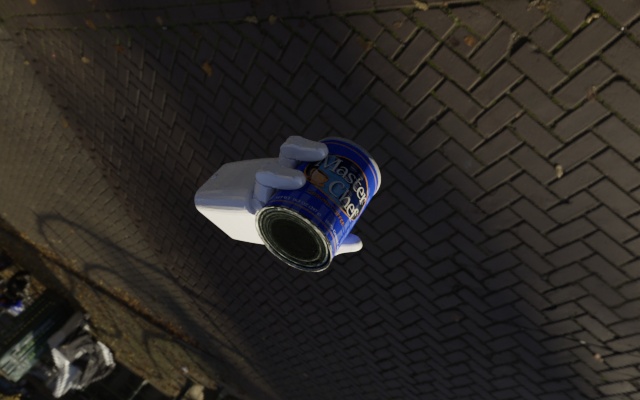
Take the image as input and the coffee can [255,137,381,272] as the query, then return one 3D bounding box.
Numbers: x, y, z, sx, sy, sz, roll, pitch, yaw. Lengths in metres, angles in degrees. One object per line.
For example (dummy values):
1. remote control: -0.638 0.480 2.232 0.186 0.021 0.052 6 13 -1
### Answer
1. coffee can: 0.000 0.002 0.590 0.103 0.103 0.140 0 39 37
